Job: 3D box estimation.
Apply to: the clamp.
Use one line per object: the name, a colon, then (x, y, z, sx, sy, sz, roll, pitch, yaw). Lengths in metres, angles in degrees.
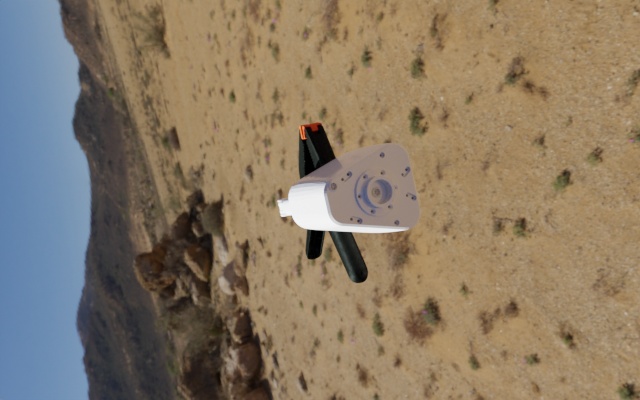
clamp: (-0.001, 0.002, 0.653, 0.036, 0.210, 0.164, -14, 3, -23)
